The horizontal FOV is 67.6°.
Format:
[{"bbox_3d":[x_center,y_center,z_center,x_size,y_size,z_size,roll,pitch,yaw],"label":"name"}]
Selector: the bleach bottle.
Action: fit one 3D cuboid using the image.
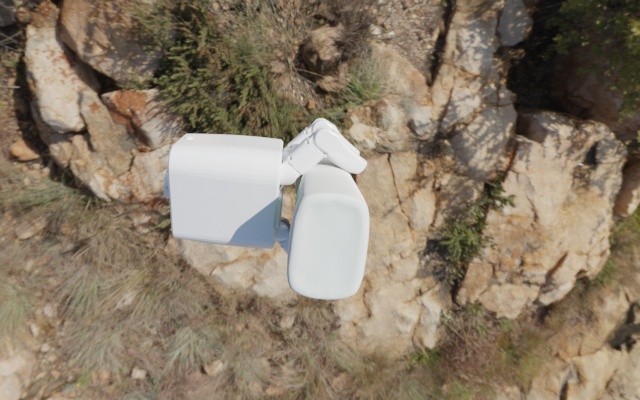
[{"bbox_3d":[0.000,0.002,0.519,0.068,0.102,0.250,5,17,-5],"label":"bleach bottle"}]
